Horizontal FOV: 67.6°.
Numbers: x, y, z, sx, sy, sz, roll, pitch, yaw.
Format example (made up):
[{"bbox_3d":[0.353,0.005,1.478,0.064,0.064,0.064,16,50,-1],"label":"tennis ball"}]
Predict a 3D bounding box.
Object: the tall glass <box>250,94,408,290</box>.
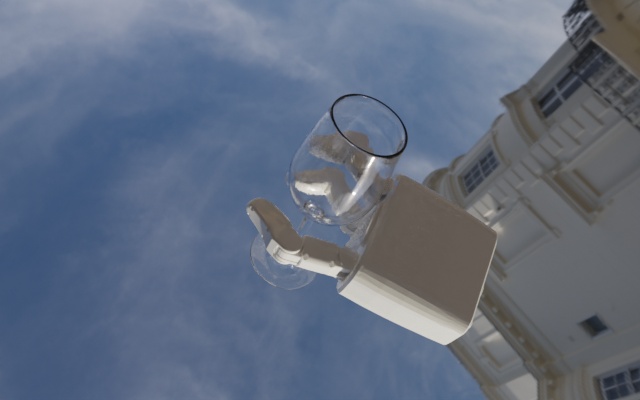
[{"bbox_3d":[0.000,0.002,0.416,0.079,0.079,0.201,0,-35,-26],"label":"tall glass"}]
